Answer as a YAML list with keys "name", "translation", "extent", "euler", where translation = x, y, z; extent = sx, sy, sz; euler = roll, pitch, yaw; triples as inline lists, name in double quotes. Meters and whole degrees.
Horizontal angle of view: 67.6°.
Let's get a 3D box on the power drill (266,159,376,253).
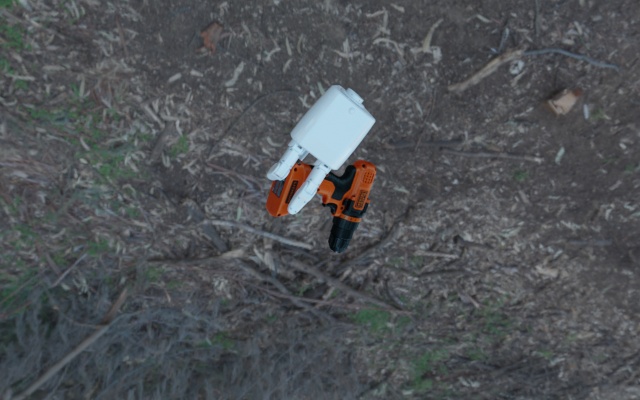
- name: "power drill"
  translation: [0.000, 0.003, 0.861]
  extent: [0.188, 0.184, 0.057]
  euler: [10, 14, -33]
